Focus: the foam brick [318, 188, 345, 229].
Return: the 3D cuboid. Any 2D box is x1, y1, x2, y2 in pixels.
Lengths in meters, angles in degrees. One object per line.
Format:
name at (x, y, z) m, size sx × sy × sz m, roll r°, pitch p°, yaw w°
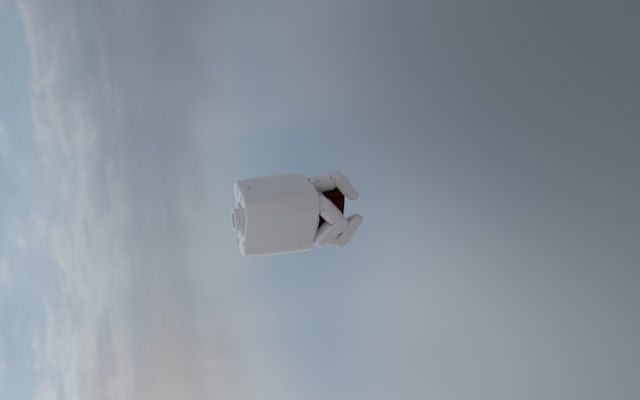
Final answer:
foam brick at (0.000, 0.002, 0.761) m, size 0.051 × 0.053 × 0.078 m, roll -7°, pitch 27°, yaw -18°
